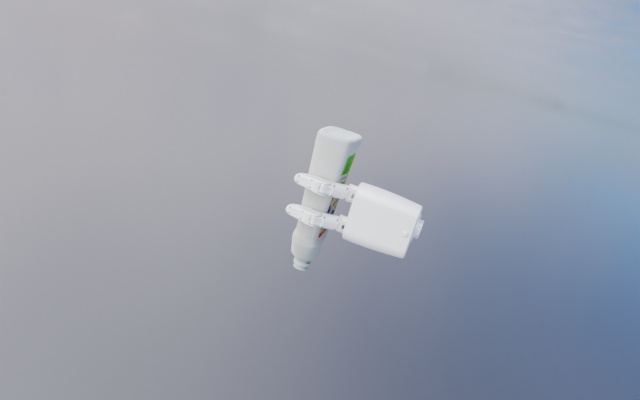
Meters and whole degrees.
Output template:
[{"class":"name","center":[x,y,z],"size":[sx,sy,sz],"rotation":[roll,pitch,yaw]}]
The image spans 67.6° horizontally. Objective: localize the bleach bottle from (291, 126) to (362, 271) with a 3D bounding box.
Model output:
[{"class":"bleach bottle","center":[0.000,0.003,0.827],"size":[0.068,0.251,0.102],"rotation":[20,19,11]}]
